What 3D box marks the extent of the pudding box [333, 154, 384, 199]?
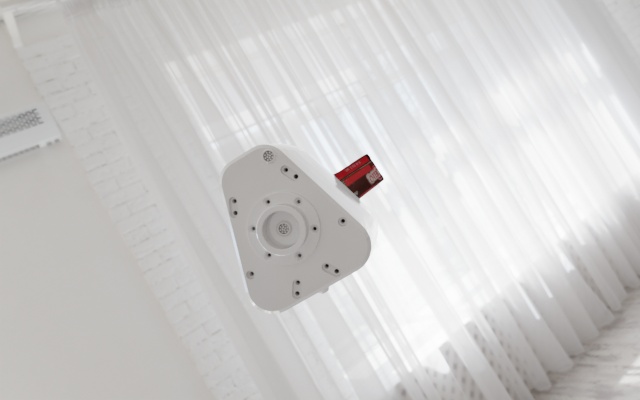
[{"bbox_3d":[0.000,0.001,0.497,0.113,0.039,0.090,-30,2,36],"label":"pudding box"}]
